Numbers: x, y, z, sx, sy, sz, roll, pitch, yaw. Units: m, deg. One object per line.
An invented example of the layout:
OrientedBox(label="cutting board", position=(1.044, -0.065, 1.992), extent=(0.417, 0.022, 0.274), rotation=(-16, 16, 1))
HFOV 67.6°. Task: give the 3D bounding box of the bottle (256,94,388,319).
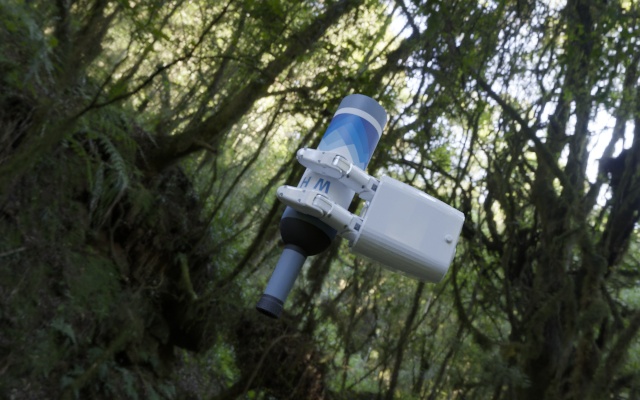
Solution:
OrientedBox(label="bottle", position=(0.000, 0.002, 0.576), extent=(0.069, 0.295, 0.069), rotation=(21, -25, 10))
